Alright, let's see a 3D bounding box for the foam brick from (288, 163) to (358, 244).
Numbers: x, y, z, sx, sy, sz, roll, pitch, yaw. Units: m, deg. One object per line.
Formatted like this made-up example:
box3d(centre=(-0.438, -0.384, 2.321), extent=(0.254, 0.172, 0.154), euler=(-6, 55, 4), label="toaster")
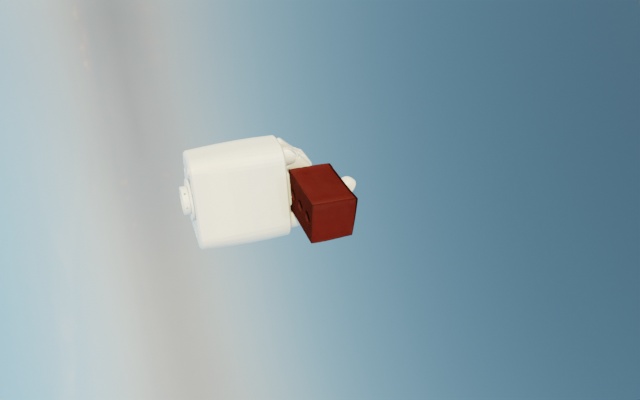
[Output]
box3d(centre=(0.000, 0.002, 0.533), extent=(0.051, 0.053, 0.078), euler=(-10, 37, -20), label="foam brick")
